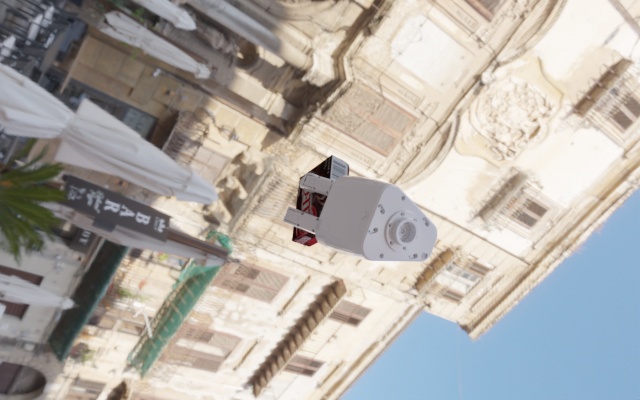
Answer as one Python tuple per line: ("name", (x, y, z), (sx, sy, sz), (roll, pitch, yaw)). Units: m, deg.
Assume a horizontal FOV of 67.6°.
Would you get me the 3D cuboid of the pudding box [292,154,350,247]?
("pudding box", (0.000, 0.002, 0.702), (0.039, 0.113, 0.090), (25, -34, -27))
